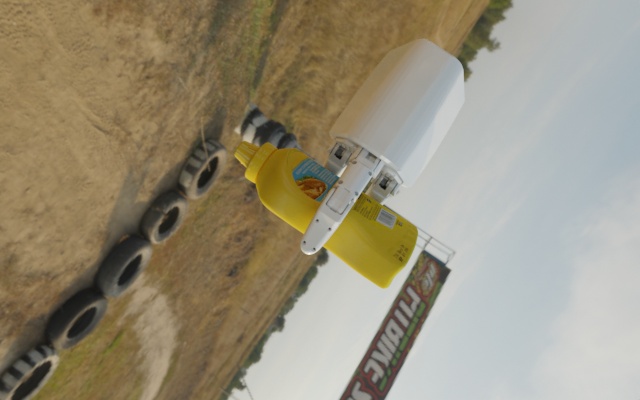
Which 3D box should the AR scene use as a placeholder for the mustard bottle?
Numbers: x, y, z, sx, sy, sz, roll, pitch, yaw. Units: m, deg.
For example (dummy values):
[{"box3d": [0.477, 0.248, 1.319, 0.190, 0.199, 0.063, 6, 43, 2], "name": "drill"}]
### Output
[{"box3d": [0.000, 0.002, 0.461, 0.191, 0.058, 0.096, 34, 26, 3], "name": "mustard bottle"}]
